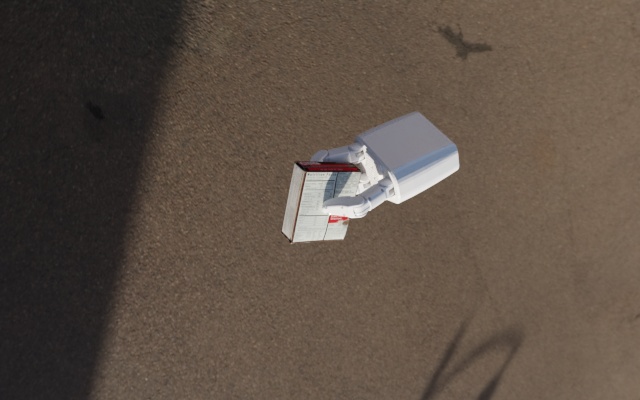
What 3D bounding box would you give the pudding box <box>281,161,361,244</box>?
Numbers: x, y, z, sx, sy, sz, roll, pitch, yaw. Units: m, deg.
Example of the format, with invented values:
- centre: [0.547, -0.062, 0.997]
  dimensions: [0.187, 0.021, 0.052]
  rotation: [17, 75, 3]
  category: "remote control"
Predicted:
- centre: [0.000, 0.002, 0.662]
  dimensions: [0.090, 0.113, 0.039]
  rotation: [-1, 25, -29]
  category: "pudding box"
